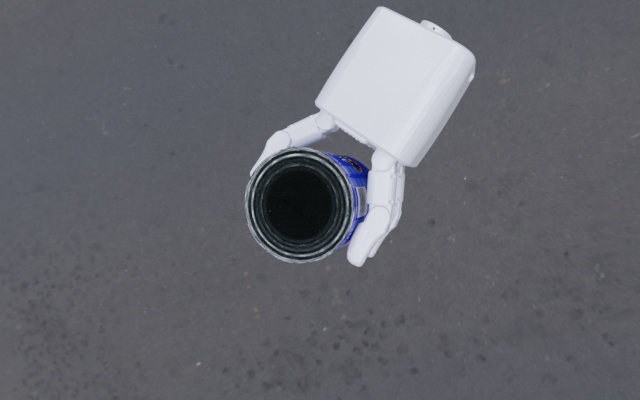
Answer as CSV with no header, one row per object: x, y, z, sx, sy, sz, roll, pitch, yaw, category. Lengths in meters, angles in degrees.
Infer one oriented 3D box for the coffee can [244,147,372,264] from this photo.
0.000,0.002,0.482,0.103,0.103,0.140,0,3,17,coffee can
